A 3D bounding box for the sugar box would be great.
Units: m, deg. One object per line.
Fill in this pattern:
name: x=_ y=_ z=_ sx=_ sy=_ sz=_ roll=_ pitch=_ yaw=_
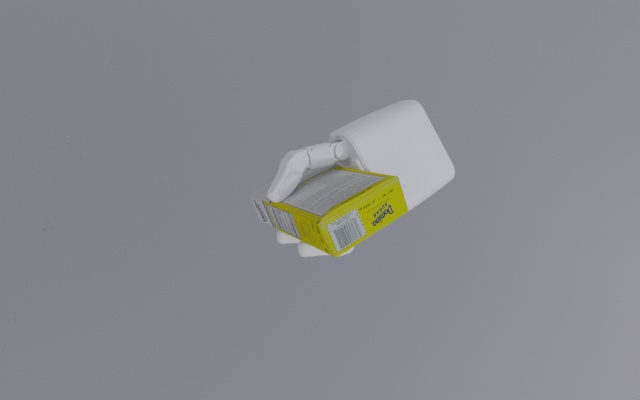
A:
sugar box: x=0.000 y=0.002 z=0.510 sx=0.093 sy=0.048 sz=0.176 roll=-29 pitch=19 yaw=-22
